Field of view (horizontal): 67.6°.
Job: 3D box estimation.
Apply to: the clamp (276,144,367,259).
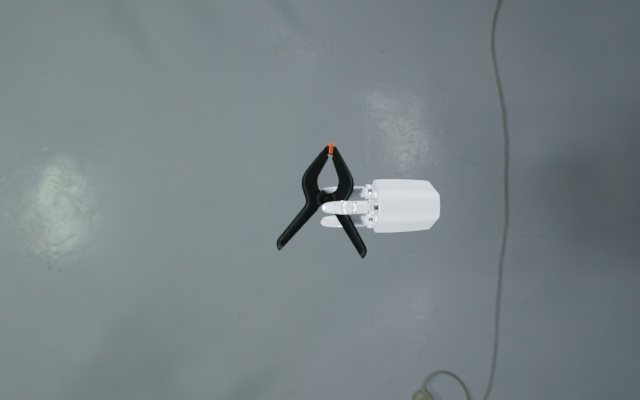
[{"bbox_3d":[0.000,0.002,0.869,0.164,0.210,0.036,-1,1,-1],"label":"clamp"}]
